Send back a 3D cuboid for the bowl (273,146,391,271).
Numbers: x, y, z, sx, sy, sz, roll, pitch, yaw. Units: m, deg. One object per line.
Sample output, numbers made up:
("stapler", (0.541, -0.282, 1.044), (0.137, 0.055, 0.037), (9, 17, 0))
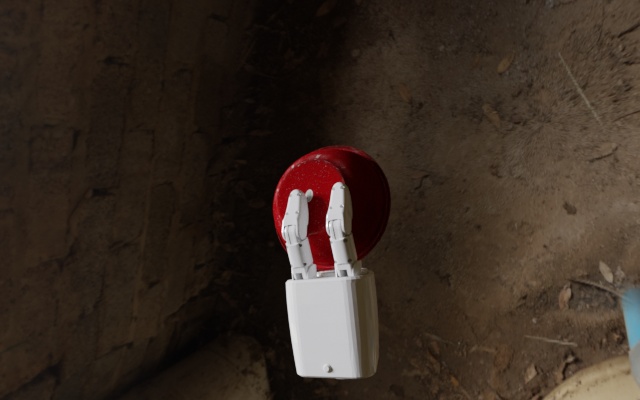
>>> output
("bowl", (0.000, 0.001, 0.577), (0.162, 0.162, 0.055), (0, -14, 28))
